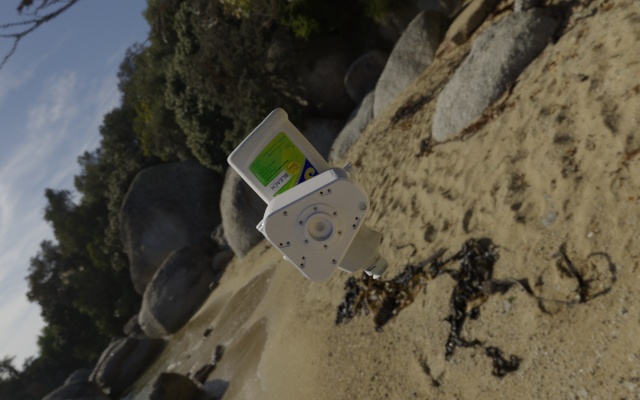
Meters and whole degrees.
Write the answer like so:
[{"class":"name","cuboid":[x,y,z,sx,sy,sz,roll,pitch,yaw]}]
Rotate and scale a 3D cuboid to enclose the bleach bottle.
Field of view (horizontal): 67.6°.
[{"class":"bleach bottle","cuboid":[0.000,0.002,0.633,0.251,0.102,0.068,45,4,-6]}]
